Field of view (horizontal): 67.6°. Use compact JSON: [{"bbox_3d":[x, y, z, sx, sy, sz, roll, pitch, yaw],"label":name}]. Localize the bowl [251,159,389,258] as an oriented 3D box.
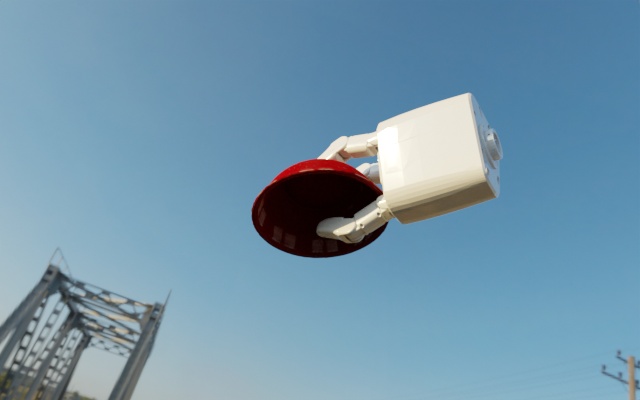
[{"bbox_3d":[-0.001,0.002,0.572,0.162,0.055,0.162,-1,-41,-1],"label":"bowl"}]
